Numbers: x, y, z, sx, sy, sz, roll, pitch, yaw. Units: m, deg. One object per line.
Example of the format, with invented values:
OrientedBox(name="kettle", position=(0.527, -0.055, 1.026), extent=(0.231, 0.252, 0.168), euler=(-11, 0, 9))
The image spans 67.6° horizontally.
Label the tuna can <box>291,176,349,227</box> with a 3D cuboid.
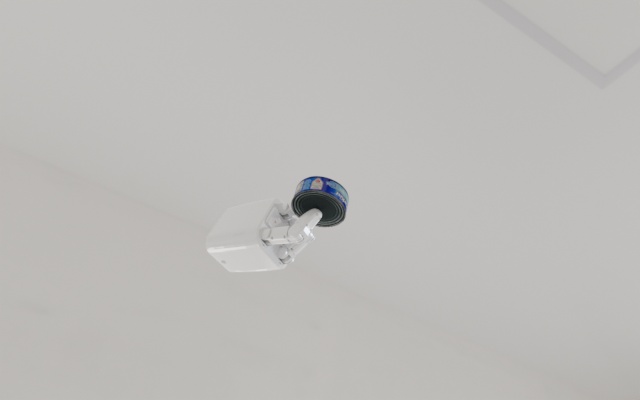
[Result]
OrientedBox(name="tuna can", position=(0.000, 0.002, 0.735), extent=(0.086, 0.033, 0.086), euler=(10, -39, 8))
